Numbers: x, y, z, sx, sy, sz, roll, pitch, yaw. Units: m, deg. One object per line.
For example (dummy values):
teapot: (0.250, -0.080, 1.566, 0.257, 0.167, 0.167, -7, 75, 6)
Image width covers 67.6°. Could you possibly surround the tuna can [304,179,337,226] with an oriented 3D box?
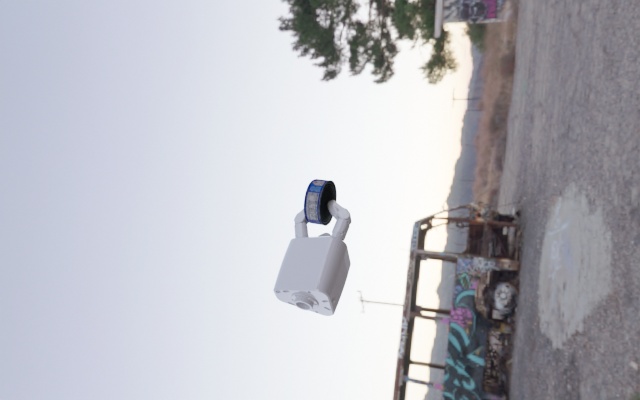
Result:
tuna can: (0.000, 0.003, 0.893, 0.034, 0.086, 0.086, 8, 3, 22)
